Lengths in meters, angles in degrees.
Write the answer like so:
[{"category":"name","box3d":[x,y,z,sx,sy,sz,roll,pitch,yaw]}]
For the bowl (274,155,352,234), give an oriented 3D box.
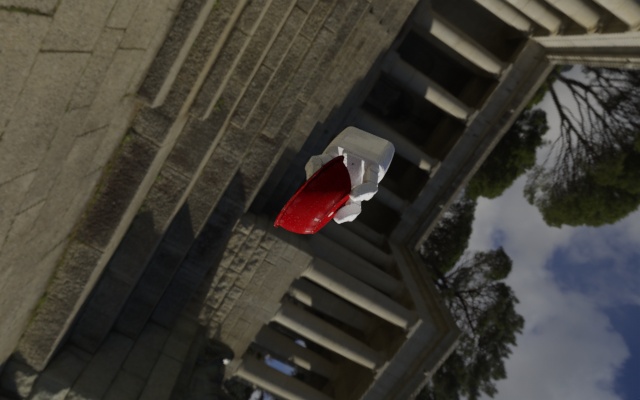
[{"category":"bowl","box3d":[0.000,0.004,0.778,0.055,0.162,0.162,45,8,8]}]
